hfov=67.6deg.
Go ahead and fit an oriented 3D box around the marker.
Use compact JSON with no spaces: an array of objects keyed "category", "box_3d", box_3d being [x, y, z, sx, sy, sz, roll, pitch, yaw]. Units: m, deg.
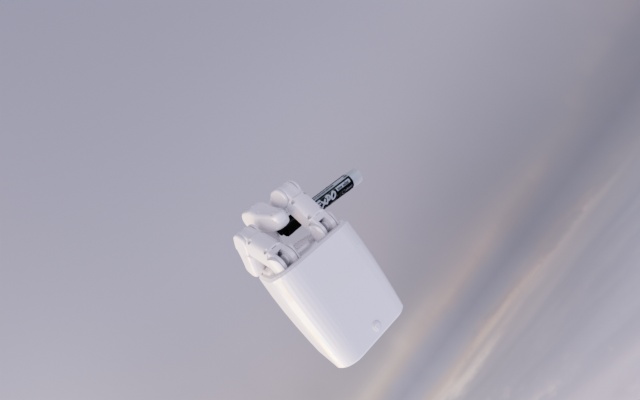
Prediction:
[{"category":"marker","box_3d":[0.000,0.002,0.517,0.121,0.020,0.020,-37,21,-31]}]
